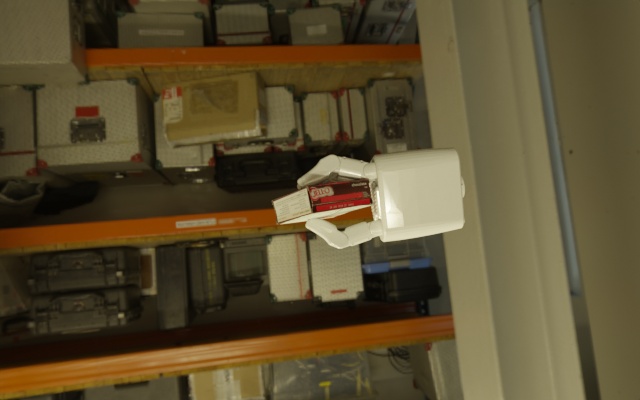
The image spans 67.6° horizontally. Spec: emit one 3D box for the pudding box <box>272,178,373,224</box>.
[{"bbox_3d":[0.000,0.002,0.621,0.090,0.039,0.113,-7,-8,-29],"label":"pudding box"}]
